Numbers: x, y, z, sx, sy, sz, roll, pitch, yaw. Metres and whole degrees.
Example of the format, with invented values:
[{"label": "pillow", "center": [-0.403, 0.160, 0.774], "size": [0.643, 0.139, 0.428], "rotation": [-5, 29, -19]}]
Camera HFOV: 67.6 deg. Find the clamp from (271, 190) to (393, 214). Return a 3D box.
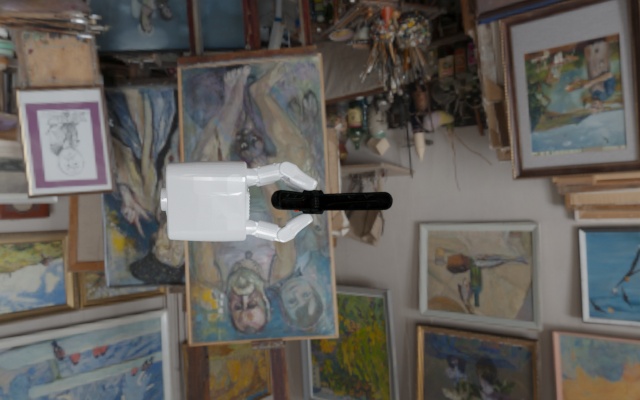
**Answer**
[{"label": "clamp", "center": [0.000, 0.003, 0.699], "size": [0.164, 0.036, 0.210], "rotation": [1, -2, -12]}]
